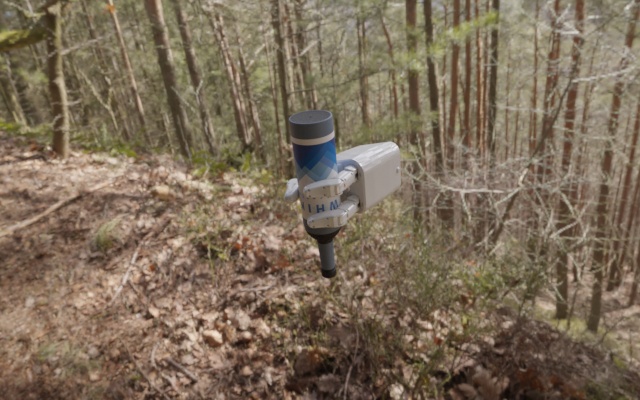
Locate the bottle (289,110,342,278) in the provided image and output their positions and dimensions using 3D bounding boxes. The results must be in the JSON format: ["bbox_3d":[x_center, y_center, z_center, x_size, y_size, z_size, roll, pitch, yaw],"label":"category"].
[{"bbox_3d":[0.000,0.002,0.790,0.069,0.296,0.069,-5,28,3],"label":"bottle"}]
